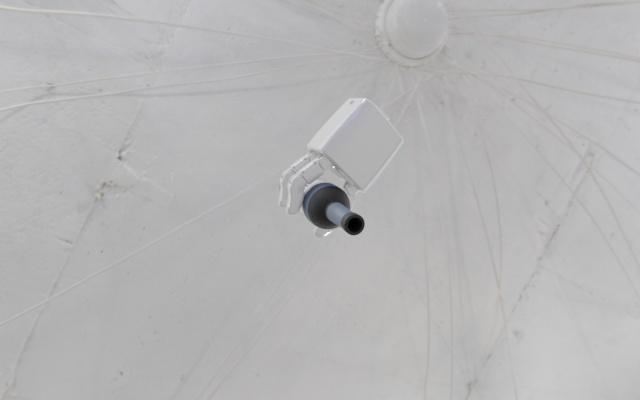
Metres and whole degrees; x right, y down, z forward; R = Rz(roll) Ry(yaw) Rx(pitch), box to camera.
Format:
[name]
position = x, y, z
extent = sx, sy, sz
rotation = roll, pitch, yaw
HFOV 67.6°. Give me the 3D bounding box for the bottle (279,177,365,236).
[bottle]
position = 0.000, 0.002, 0.731
extent = 0.069, 0.069, 0.295
rotation = 0, 11, -17
